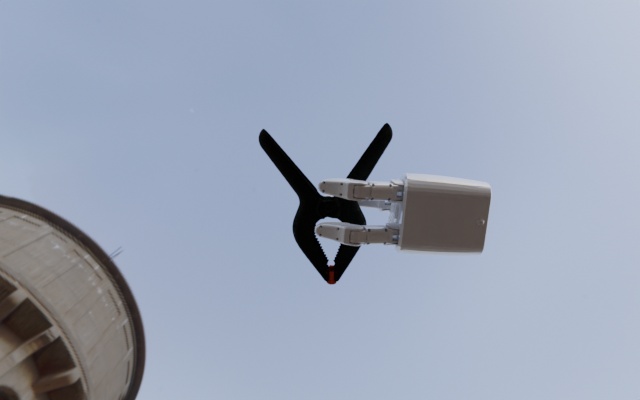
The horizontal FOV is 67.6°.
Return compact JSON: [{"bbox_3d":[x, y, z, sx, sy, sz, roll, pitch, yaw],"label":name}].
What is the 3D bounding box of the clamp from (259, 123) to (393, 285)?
[{"bbox_3d":[0.000,0.002,0.607,0.164,0.210,0.036,5,12,2],"label":"clamp"}]
